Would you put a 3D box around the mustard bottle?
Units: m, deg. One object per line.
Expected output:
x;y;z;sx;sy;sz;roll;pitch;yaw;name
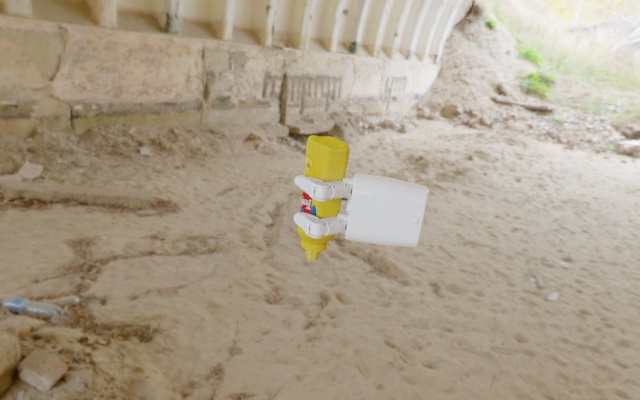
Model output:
0.000;0.002;0.731;0.058;0.192;0.096;1;19;-20;mustard bottle
